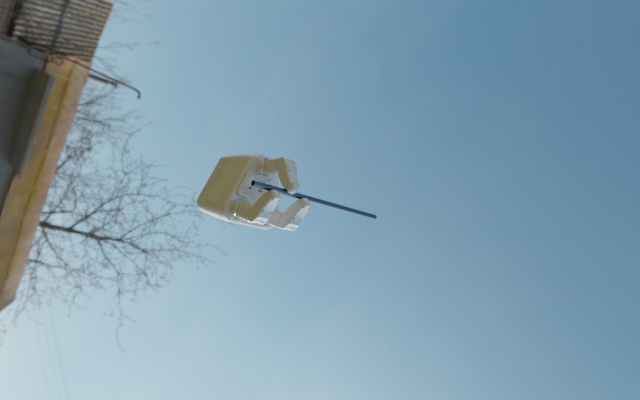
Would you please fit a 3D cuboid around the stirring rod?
[{"bbox_3d":[0.000,0.002,0.705,0.239,0.011,0.011,16,-10,-40],"label":"stirring rod"}]
